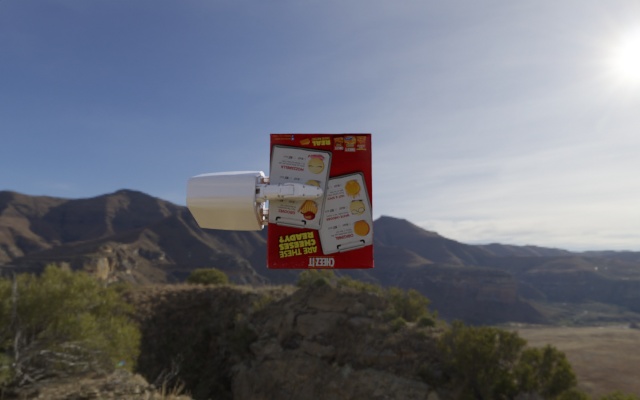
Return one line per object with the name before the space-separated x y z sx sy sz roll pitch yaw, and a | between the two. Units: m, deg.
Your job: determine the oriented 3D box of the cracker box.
cracker box | 0.000 0.002 0.766 0.164 0.213 0.072 0 -9 2
